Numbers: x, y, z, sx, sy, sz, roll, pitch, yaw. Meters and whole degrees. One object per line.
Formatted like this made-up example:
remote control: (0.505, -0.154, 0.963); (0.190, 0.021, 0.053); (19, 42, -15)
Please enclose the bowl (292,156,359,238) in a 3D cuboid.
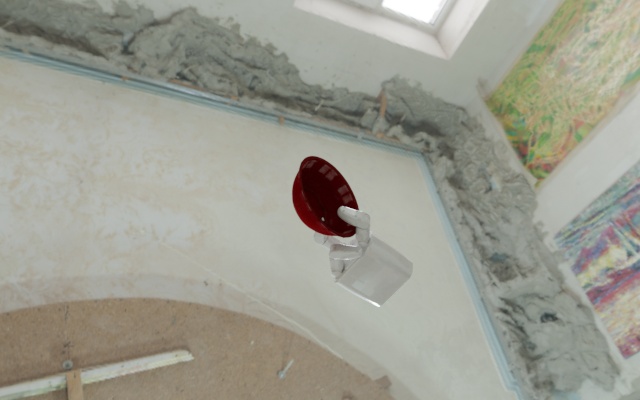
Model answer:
bowl: (-0.001, 0.002, 0.858); (0.055, 0.162, 0.162); (-31, -17, 31)
